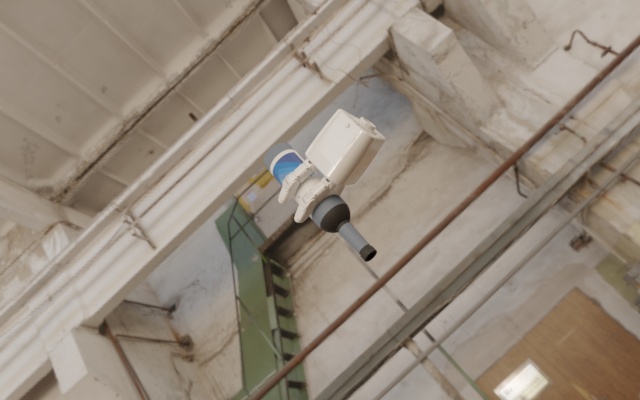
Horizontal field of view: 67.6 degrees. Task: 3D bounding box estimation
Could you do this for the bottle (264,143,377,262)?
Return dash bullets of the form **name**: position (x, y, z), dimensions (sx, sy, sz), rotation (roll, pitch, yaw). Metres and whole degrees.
- **bottle**: position (0.000, 0.003, 0.890), dimensions (0.069, 0.069, 0.295), rotation (0, 39, -49)
